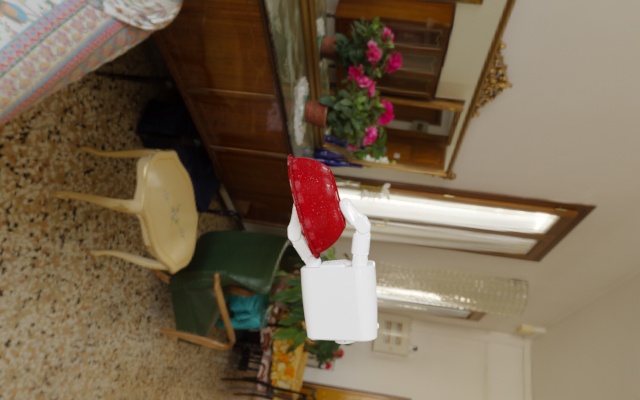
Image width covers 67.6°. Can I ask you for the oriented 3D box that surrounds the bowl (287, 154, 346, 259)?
[{"bbox_3d":[0.000,0.001,0.709,0.055,0.162,0.162,-15,-2,6],"label":"bowl"}]
